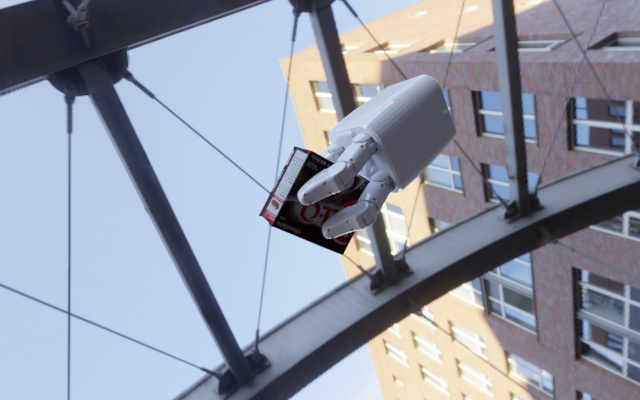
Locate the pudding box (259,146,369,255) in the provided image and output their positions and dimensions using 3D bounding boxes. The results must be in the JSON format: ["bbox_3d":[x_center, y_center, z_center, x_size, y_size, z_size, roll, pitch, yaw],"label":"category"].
[{"bbox_3d":[0.000,0.002,0.535,0.113,0.090,0.039,26,2,-36],"label":"pudding box"}]
